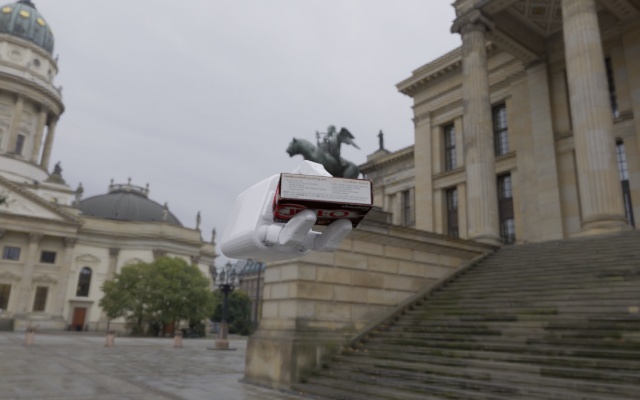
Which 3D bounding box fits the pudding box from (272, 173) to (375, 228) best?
[{"bbox_3d":[0.000,0.002,0.585,0.113,0.039,0.090,2,-19,-9],"label":"pudding box"}]
